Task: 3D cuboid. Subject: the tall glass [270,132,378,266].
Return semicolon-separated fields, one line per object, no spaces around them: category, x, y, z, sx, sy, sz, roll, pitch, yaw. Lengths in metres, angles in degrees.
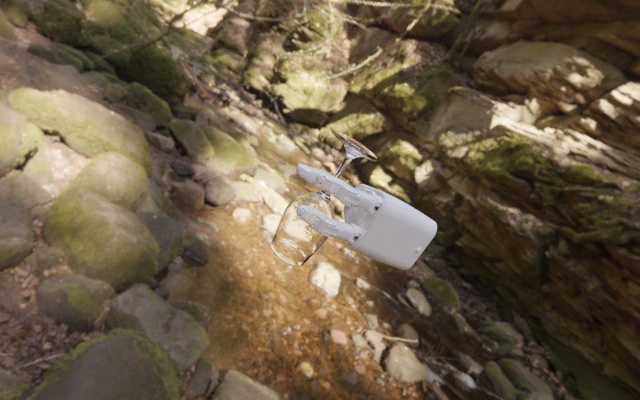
tall glass;0.000;0.002;0.709;0.079;0.201;0.079;30;17;-10
